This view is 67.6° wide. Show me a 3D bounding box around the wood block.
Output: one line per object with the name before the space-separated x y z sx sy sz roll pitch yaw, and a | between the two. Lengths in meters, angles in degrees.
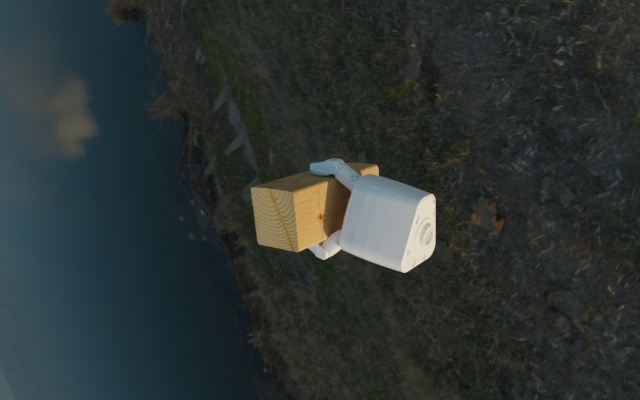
wood block | 0.000 0.002 0.759 0.090 0.091 0.206 7 18 40
